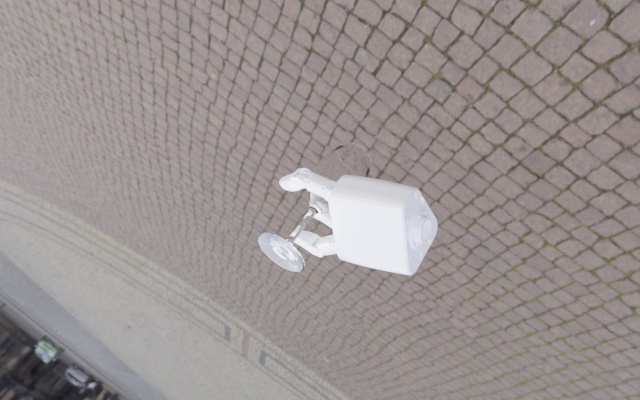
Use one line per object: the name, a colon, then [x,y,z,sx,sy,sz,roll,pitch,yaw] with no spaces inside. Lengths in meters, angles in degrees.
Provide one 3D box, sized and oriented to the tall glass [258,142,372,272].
tall glass: [0.000,0.003,0.678,0.079,0.079,0.201,0,43,45]
